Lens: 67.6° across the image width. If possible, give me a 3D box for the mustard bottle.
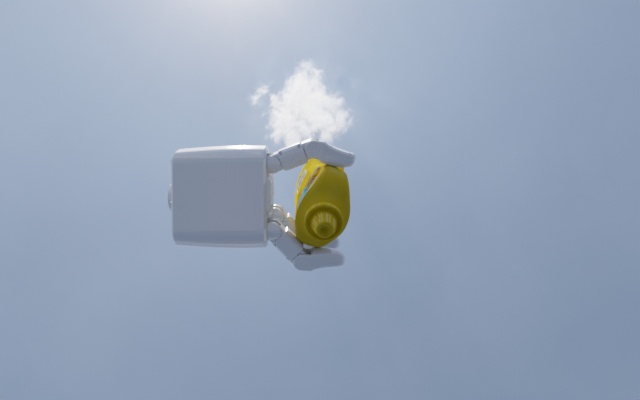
[{"bbox_3d":[0.000,0.002,0.570,0.058,0.096,0.191,22,15,-8],"label":"mustard bottle"}]
